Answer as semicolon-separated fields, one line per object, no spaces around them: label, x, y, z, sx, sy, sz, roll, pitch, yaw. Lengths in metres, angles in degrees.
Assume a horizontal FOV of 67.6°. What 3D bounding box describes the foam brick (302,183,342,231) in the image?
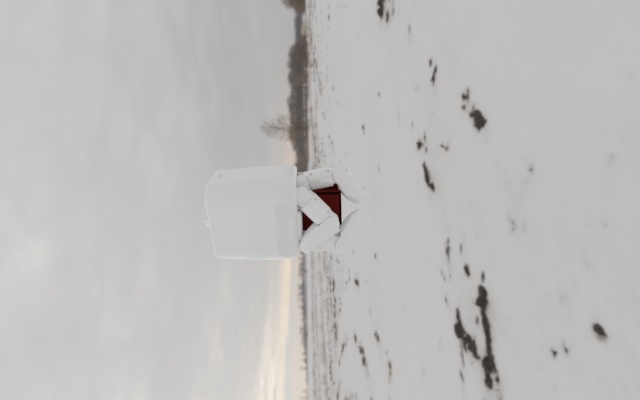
foam brick;0.000;0.002;0.643;0.051;0.053;0.078;-3;17;-1
